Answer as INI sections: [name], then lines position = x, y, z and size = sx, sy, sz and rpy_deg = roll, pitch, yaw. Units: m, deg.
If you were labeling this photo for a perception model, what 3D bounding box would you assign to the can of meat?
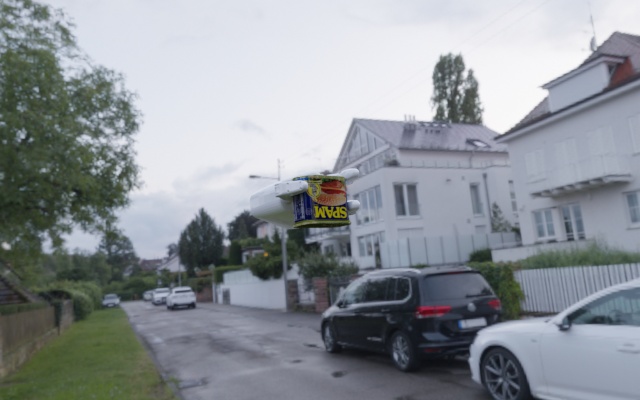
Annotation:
[can of meat]
position = 0.000, 0.002, 0.821
size = 0.102, 0.084, 0.057
rpy_deg = 2, -12, -37
